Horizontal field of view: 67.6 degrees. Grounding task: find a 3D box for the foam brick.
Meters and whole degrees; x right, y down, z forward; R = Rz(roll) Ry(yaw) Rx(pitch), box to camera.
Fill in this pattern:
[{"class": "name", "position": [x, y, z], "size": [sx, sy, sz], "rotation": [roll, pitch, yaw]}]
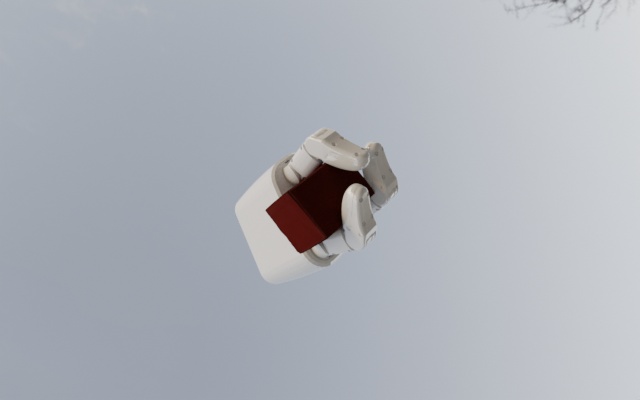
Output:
[{"class": "foam brick", "position": [0.000, 0.001, 0.432], "size": [0.078, 0.053, 0.051], "rotation": [-40, 3, -38]}]
